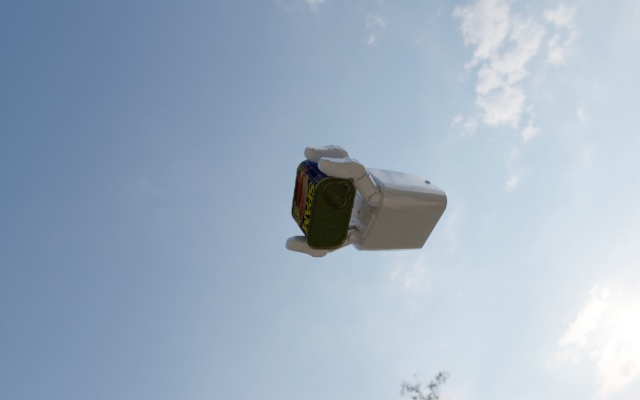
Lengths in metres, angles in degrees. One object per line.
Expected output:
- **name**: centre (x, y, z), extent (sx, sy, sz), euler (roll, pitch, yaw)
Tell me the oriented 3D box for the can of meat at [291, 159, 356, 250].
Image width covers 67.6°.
- **can of meat**: centre (0.000, 0.002, 0.646), extent (0.057, 0.102, 0.084), euler (1, 23, -22)
